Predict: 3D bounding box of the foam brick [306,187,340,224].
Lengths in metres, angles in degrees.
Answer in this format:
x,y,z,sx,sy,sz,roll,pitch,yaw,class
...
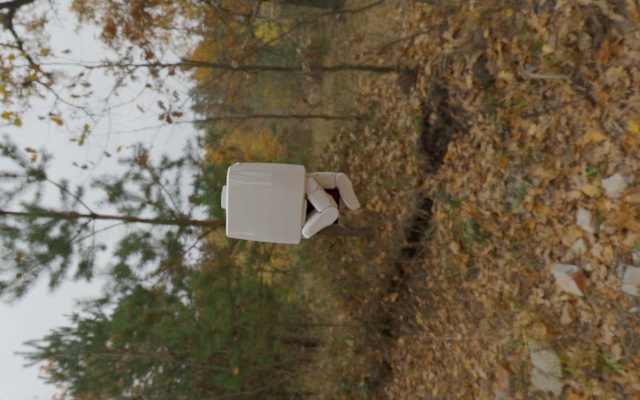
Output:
x,y,z,sx,sy,sz,roll,pitch,yaw,class
0.000,0.002,0.745,0.051,0.053,0.078,3,9,-4,foam brick
